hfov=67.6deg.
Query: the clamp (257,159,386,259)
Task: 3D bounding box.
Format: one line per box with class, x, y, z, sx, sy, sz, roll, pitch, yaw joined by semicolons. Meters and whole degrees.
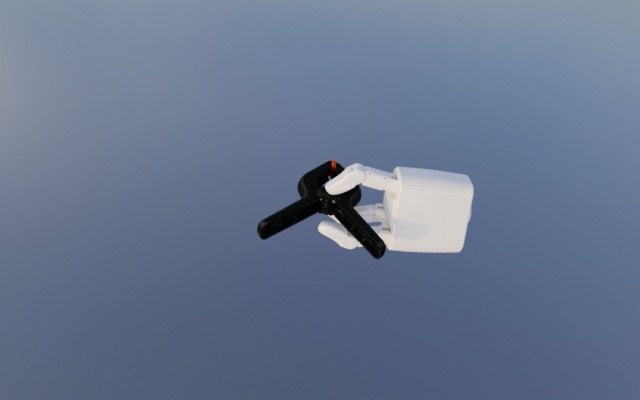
clamp;0.000;0.001;0.677;0.164;0.036;0.209;7;34;-6
